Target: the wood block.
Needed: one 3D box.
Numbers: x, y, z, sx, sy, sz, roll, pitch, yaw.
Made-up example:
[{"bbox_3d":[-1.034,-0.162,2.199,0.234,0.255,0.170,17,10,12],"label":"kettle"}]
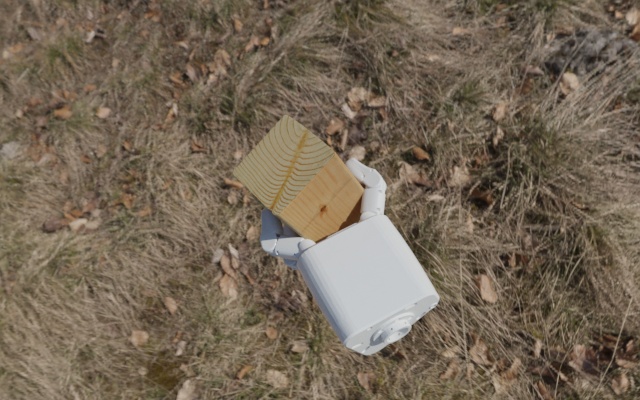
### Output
[{"bbox_3d":[0.000,0.002,0.583,0.090,0.091,0.206,41,-3,34],"label":"wood block"}]
